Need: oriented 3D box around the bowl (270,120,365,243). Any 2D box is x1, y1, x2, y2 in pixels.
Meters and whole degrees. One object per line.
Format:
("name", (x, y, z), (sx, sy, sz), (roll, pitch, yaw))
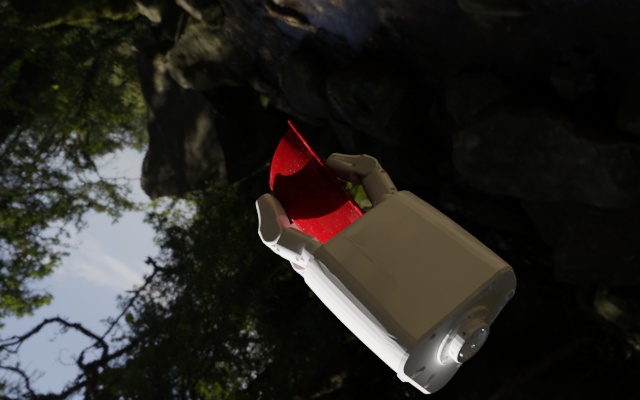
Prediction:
("bowl", (-0.001, 0.001, 0.465), (0.055, 0.162, 0.162), (-38, -3, 3))
